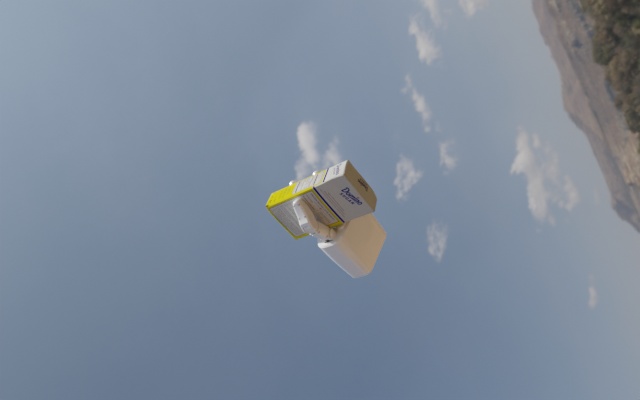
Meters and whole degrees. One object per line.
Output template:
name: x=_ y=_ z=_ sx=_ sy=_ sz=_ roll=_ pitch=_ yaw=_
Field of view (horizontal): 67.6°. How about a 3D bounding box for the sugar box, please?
sugar box: x=0.000 y=0.002 z=0.824 sx=0.176 sy=0.093 sz=0.048 roll=-23 pitch=32 yaw=32
